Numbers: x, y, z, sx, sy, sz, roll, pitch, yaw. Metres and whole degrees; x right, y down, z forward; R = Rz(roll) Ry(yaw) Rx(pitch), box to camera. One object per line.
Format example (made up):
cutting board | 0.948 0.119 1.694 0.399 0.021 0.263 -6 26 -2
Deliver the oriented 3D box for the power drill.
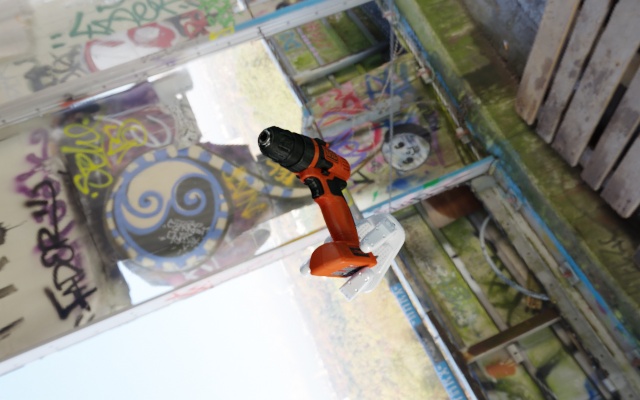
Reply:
power drill | 0.000 0.002 0.614 0.057 0.187 0.184 -27 -24 28
